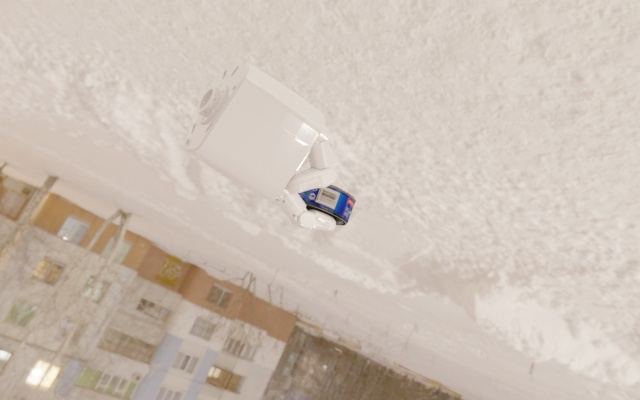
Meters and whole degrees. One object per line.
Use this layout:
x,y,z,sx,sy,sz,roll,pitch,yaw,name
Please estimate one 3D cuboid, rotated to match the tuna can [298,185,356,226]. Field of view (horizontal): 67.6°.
0.000,0.003,0.615,0.086,0.033,0.086,19,-12,4,tuna can
